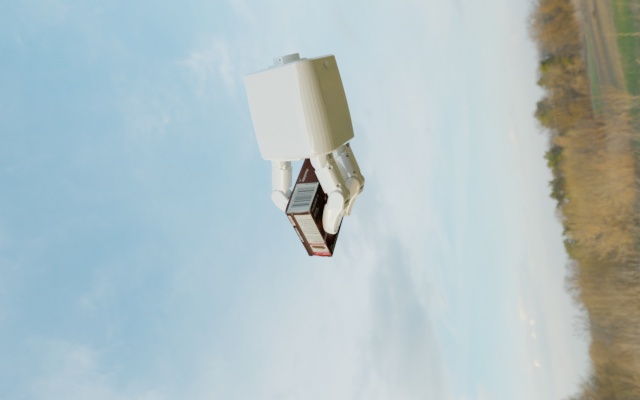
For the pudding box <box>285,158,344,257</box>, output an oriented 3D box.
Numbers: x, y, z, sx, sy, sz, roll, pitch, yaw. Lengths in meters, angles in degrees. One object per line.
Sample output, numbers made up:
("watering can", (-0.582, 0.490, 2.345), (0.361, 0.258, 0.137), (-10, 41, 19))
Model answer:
("pudding box", (0.000, 0.002, 0.615), (0.039, 0.113, 0.090), (-1, -42, 26))
